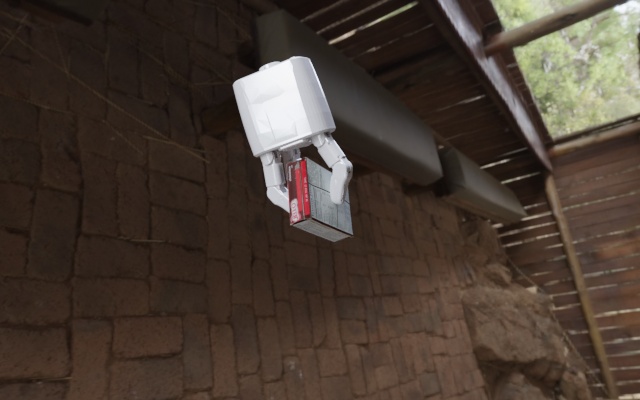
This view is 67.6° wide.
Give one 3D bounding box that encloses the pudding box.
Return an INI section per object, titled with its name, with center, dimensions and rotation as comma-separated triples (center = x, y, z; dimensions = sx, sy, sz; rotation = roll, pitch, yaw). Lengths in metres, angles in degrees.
[pudding box]
center = 0.000, 0.002, 0.662
dimensions = 0.039, 0.090, 0.113
rotation = -18, -26, 31
